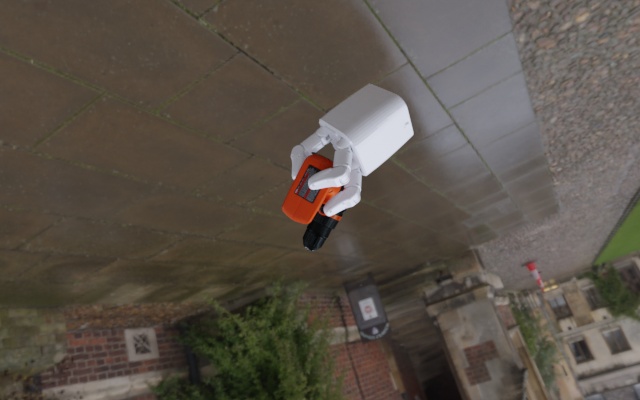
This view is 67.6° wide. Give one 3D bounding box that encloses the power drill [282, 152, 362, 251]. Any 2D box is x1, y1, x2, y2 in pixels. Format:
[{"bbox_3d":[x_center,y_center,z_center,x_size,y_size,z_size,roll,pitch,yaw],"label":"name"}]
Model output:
[{"bbox_3d":[0.000,0.002,0.799,0.057,0.184,0.187,27,3,15],"label":"power drill"}]
